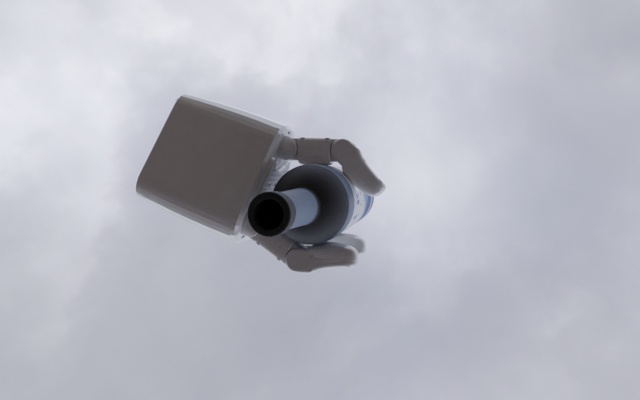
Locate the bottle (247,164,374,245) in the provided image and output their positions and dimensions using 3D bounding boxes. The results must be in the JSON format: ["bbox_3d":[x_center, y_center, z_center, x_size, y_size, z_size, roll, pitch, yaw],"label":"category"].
[{"bbox_3d":[0.000,0.001,0.428,0.069,0.069,0.295,0,3,12],"label":"bottle"}]
